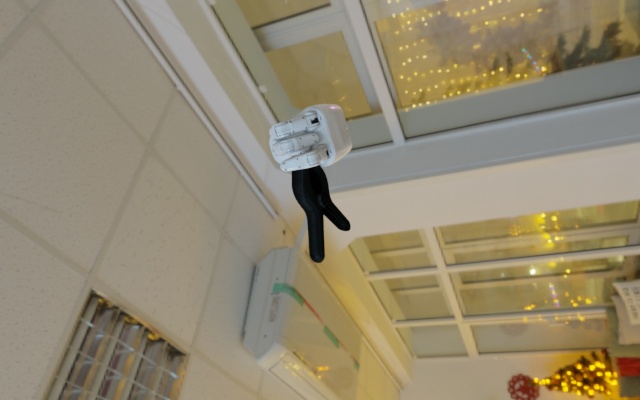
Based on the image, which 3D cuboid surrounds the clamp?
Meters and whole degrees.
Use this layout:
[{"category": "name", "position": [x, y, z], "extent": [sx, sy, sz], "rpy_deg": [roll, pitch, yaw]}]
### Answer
[{"category": "clamp", "position": [-0.001, 0.003, 0.777], "extent": [0.039, 0.171, 0.120], "rpy_deg": [-8, 12, 27]}]
